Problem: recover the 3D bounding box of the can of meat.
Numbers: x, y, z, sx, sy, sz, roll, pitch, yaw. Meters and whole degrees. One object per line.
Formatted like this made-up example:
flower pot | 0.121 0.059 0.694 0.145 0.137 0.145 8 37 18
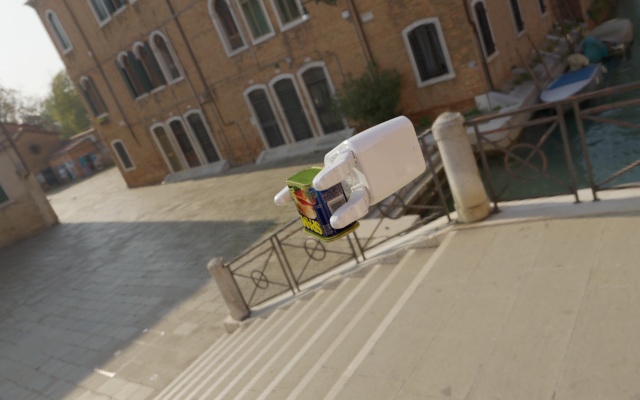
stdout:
can of meat | 0.000 0.002 0.660 0.057 0.084 0.102 -27 17 -18
